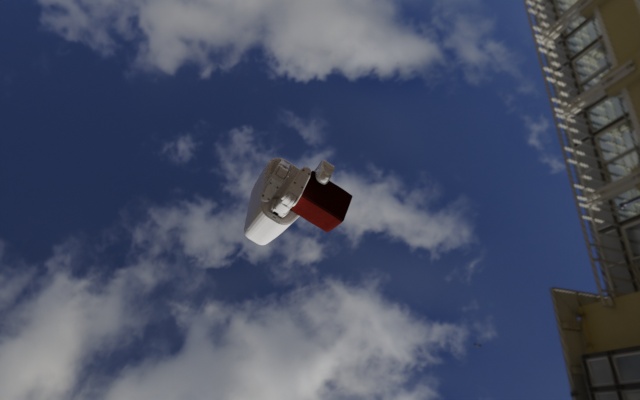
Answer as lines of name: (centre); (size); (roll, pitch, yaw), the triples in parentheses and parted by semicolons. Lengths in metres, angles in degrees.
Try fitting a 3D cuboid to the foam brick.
foam brick: (0.000, 0.003, 0.737); (0.078, 0.053, 0.051); (32, -36, -10)
